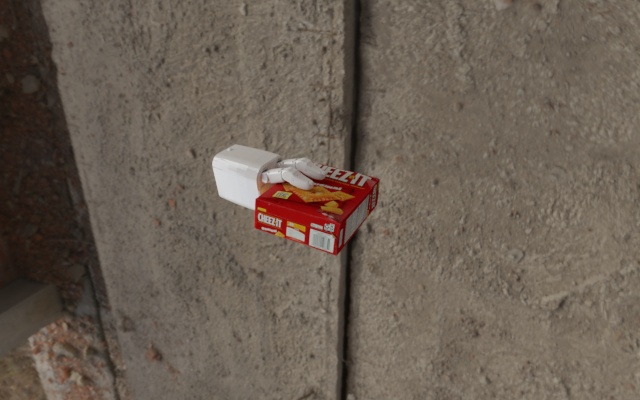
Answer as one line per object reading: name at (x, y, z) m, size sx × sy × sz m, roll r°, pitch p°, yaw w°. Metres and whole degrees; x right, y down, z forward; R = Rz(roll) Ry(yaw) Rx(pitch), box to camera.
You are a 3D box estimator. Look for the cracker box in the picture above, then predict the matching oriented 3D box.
cracker box at (0.000, 0.003, 0.896) m, size 0.164 × 0.072 × 0.213 m, roll 16°, pitch 30°, yaw 19°
